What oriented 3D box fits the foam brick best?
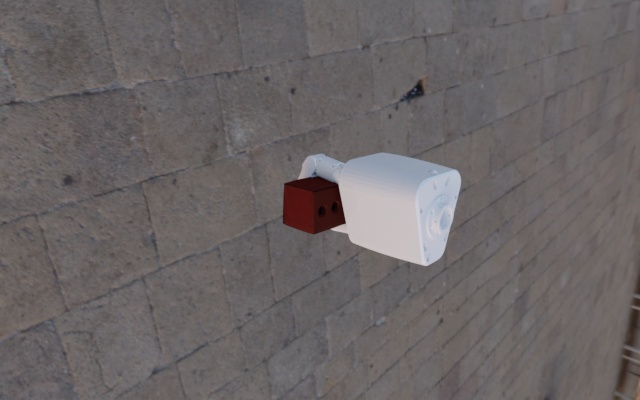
[{"bbox_3d":[0.000,0.002,0.576,0.051,0.053,0.078,18,25,41],"label":"foam brick"}]
